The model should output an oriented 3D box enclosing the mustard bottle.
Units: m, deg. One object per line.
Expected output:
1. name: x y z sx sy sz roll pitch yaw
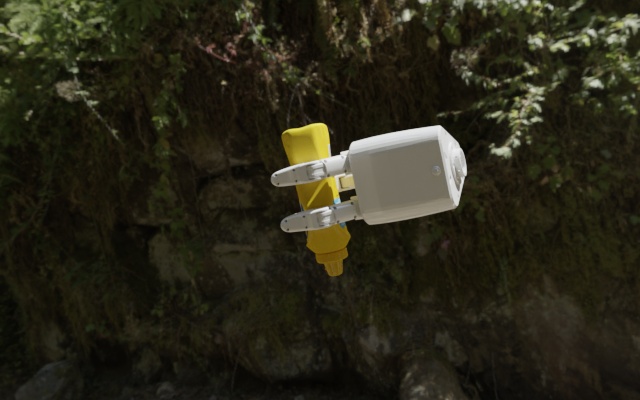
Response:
1. mustard bottle: 0.000 0.002 0.607 0.058 0.191 0.096 -13 5 3
